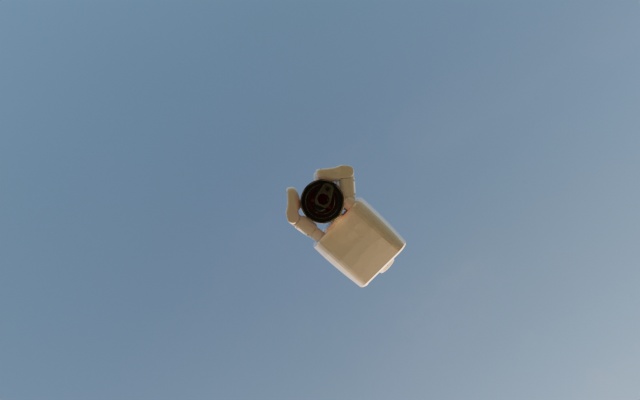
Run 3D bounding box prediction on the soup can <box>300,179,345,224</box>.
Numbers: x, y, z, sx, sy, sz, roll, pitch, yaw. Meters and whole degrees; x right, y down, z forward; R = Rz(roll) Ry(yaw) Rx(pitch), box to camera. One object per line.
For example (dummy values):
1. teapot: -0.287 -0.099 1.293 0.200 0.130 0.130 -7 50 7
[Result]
1. soup can: 0.000 0.002 0.775 0.068 0.068 0.102 0 -1 -4
